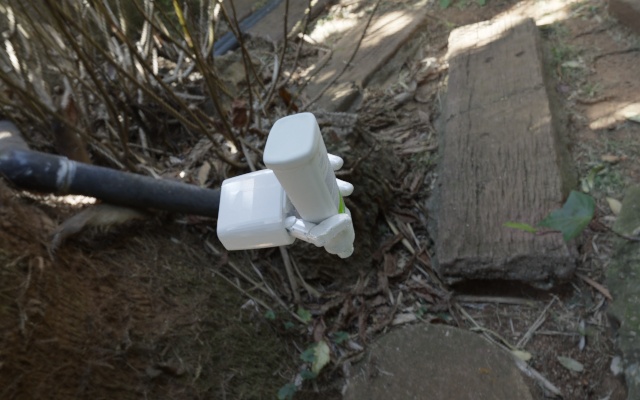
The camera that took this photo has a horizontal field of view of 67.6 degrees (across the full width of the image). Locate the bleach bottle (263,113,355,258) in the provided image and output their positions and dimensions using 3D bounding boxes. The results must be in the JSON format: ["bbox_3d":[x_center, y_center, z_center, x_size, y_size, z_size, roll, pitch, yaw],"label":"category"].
[{"bbox_3d":[0.000,0.002,0.688,0.068,0.102,0.251,-10,-47,17],"label":"bleach bottle"}]
